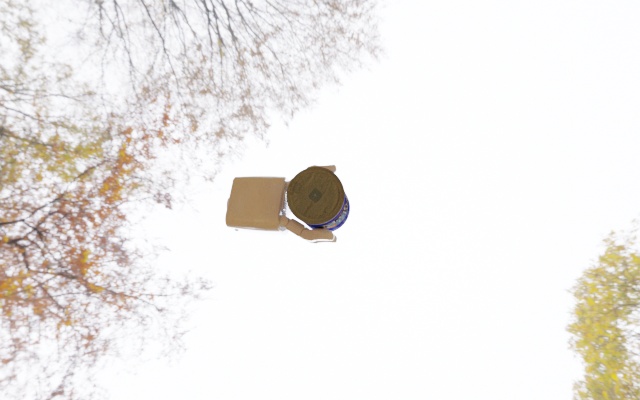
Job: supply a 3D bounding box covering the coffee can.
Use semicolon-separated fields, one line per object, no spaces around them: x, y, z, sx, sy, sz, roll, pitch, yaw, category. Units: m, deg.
0.000;0.003;0.895;0.103;0.103;0.140;0;-10;8;coffee can
